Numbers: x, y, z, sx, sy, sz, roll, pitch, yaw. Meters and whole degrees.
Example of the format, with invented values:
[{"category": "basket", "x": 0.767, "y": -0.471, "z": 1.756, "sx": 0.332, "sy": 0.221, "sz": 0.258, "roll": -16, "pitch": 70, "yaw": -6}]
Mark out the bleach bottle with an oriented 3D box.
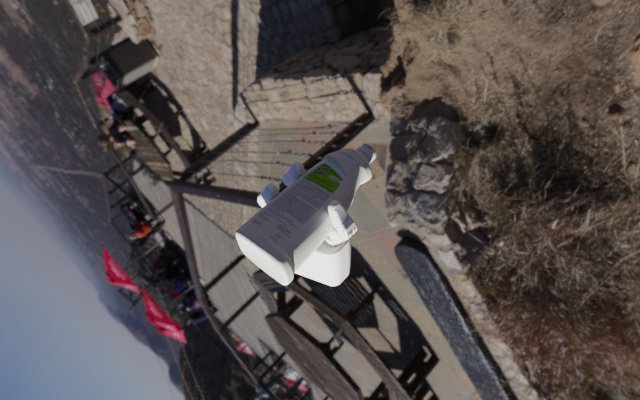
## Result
[{"category": "bleach bottle", "x": 0.000, "y": 0.002, "z": 0.696, "sx": 0.102, "sy": 0.068, "sz": 0.250, "roll": 33, "pitch": 61, "yaw": 28}]
